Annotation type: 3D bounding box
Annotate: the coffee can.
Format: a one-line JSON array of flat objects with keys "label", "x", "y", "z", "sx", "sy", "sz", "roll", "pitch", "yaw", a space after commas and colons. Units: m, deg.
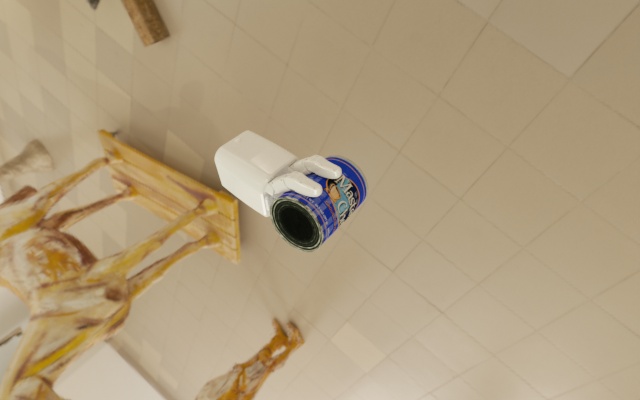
[{"label": "coffee can", "x": 0.000, "y": 0.003, "z": 0.782, "sx": 0.103, "sy": 0.103, "sz": 0.140, "roll": 0, "pitch": 31, "yaw": 41}]
